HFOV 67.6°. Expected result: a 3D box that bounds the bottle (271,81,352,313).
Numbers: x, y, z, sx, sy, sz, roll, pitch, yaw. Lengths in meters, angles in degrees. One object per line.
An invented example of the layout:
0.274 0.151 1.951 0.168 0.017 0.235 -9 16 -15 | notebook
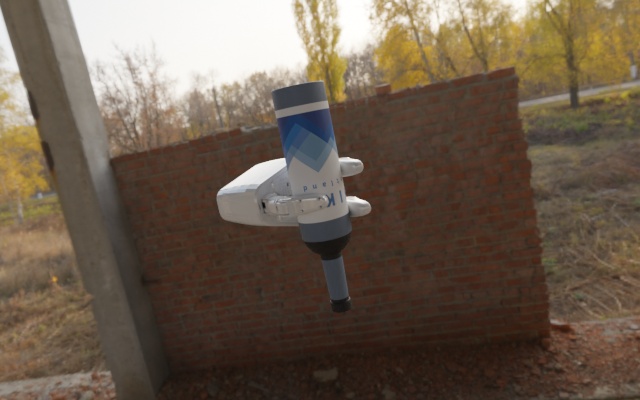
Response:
0.000 0.002 0.611 0.069 0.296 0.069 -11 10 2 | bottle
